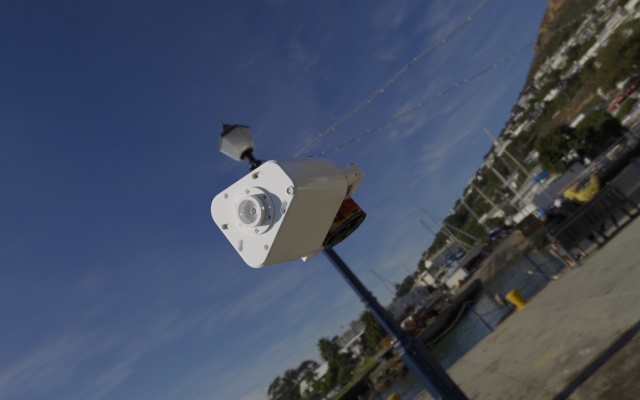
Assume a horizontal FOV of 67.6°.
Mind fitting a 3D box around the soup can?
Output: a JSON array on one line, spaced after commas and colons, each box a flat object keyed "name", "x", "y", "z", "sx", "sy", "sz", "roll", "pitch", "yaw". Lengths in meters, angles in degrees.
[{"name": "soup can", "x": 0.000, "y": 0.002, "z": 0.610, "sx": 0.068, "sy": 0.102, "sz": 0.068, "roll": -37, "pitch": -17, "yaw": -13}]
